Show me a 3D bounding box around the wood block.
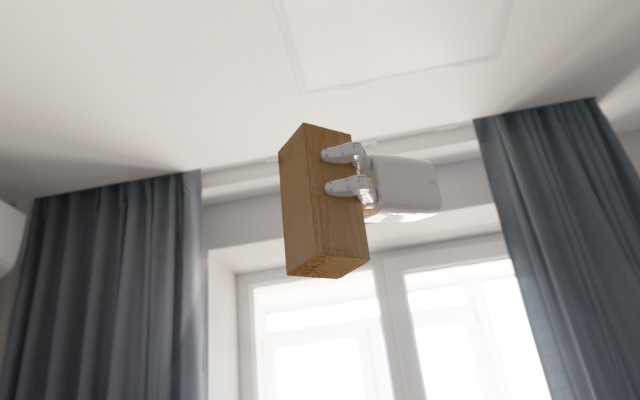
[{"bbox_3d":[0.000,0.002,0.705,0.090,0.206,0.091,9,-31,-28],"label":"wood block"}]
